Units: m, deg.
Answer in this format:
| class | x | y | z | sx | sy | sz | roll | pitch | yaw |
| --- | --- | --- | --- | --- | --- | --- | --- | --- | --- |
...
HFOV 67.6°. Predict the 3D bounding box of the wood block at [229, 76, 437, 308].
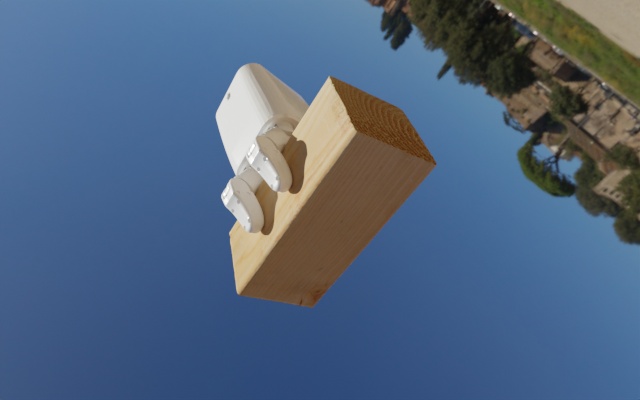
| class | x | y | z | sx | sy | sz | roll | pitch | yaw |
| --- | --- | --- | --- | --- | --- | --- | --- | --- | --- |
| wood block | 0.000 | 0.001 | 0.460 | 0.091 | 0.206 | 0.090 | 16 | 36 | -31 |
